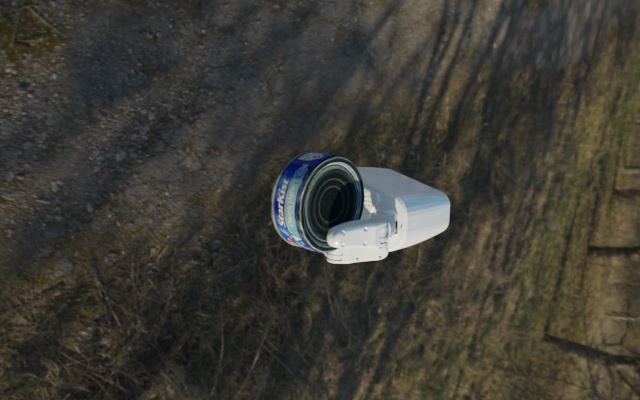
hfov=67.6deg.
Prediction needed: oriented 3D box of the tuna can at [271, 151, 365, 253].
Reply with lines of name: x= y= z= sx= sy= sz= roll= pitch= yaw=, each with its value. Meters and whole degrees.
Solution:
tuna can: x=0.000 y=0.001 z=0.414 sx=0.033 sy=0.086 sz=0.086 roll=12 pitch=8 yaw=42
